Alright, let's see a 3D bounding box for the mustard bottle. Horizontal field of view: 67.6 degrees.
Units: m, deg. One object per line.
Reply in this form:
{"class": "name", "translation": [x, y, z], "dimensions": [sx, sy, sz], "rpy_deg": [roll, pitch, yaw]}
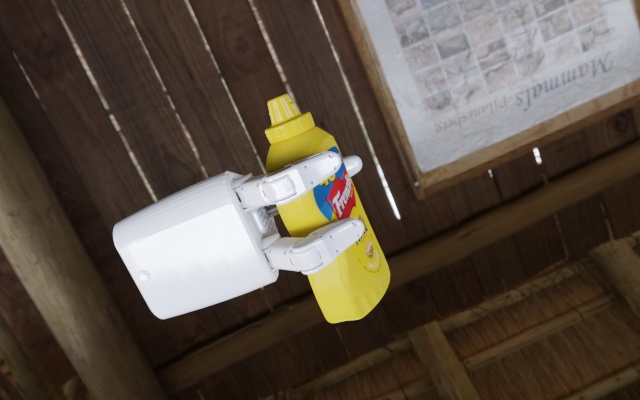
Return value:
{"class": "mustard bottle", "translation": [0.000, 0.001, 0.414], "dimensions": [0.058, 0.192, 0.096], "rpy_deg": [-16, 15, 29]}
